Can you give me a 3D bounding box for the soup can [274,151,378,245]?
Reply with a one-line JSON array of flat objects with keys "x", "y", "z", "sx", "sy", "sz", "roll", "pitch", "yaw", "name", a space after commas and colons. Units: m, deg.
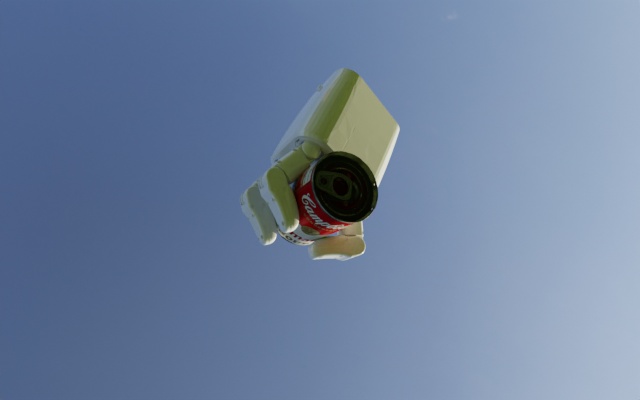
[{"x": 0.000, "y": 0.002, "z": 0.468, "sx": 0.068, "sy": 0.068, "sz": 0.102, "roll": 0, "pitch": -17, "yaw": -29, "name": "soup can"}]
